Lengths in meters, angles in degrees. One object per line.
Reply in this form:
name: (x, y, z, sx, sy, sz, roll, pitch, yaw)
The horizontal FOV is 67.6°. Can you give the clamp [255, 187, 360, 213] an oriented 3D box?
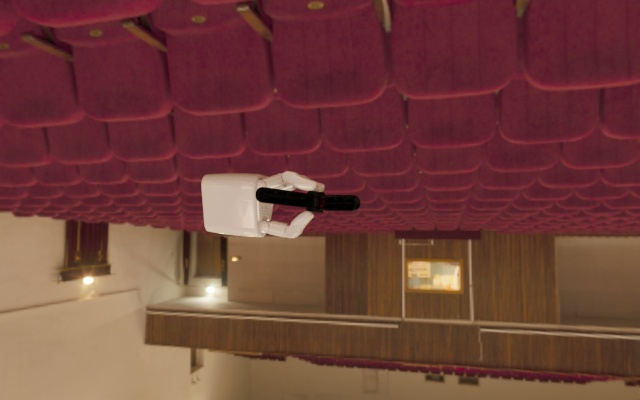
clamp: (0.000, 0.004, 0.823, 0.164, 0.036, 0.210, 6, -2, 15)
